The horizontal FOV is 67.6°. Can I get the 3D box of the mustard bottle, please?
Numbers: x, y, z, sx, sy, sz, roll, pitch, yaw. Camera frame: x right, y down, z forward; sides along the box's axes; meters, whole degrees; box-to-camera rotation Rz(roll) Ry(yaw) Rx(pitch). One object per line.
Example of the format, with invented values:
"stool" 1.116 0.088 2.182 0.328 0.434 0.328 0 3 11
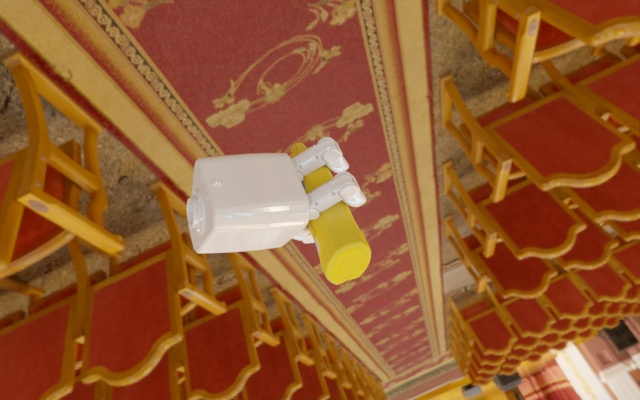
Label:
"mustard bottle" 0.001 0.002 0.595 0.058 0.191 0.096 -19 -32 -8
